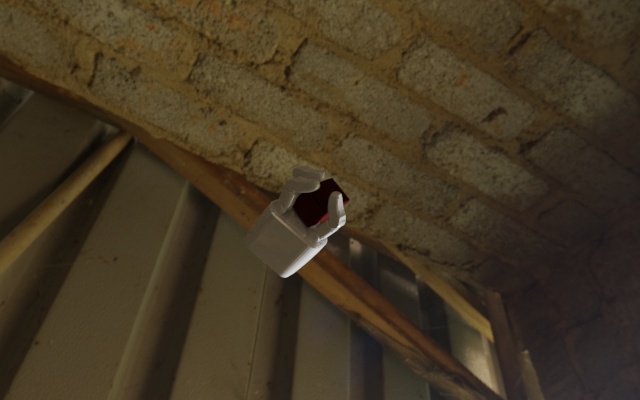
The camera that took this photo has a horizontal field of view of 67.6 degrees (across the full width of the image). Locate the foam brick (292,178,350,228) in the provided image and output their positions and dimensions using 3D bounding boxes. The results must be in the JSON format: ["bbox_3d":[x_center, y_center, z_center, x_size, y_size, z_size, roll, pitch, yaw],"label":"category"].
[{"bbox_3d":[0.000,0.003,0.816,0.051,0.053,0.078,-45,-14,36],"label":"foam brick"}]
